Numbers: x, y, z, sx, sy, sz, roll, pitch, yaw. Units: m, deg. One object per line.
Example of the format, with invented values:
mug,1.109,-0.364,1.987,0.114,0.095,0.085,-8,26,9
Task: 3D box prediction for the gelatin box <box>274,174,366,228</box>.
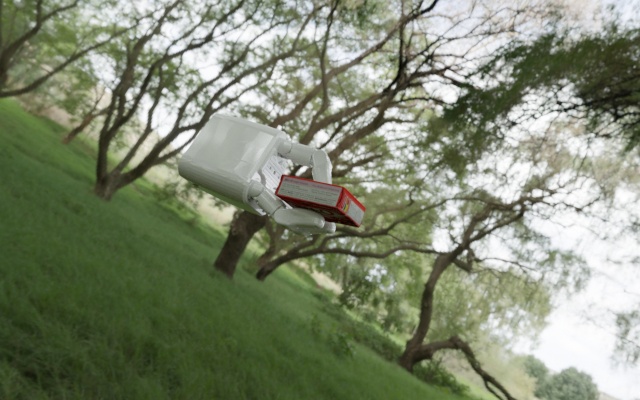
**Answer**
gelatin box,0.001,0.002,0.576,0.089,0.030,0.073,12,-15,29
